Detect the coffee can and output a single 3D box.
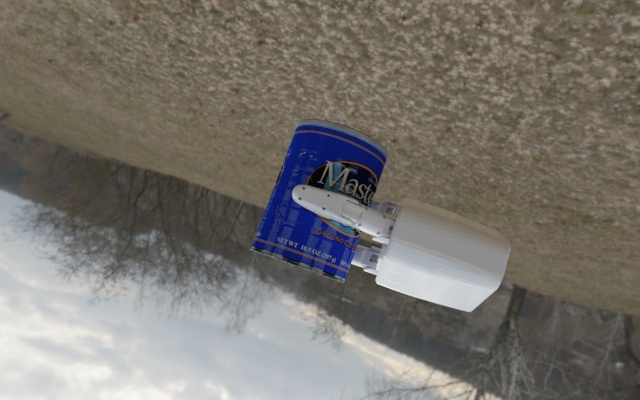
[{"bbox_3d":[0.000,0.001,0.493,0.103,0.140,0.103,19,-9,3],"label":"coffee can"}]
